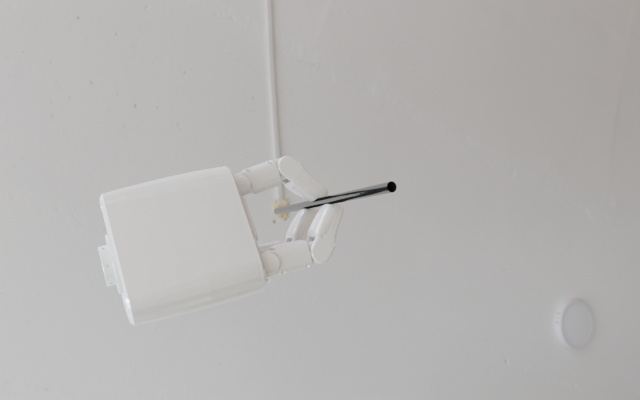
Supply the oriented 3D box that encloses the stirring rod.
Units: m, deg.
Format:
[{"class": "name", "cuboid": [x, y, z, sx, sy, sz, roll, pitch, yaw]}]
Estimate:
[{"class": "stirring rod", "cuboid": [0.000, 0.001, 0.446, 0.011, 0.011, 0.239, 0, -5, -25]}]
